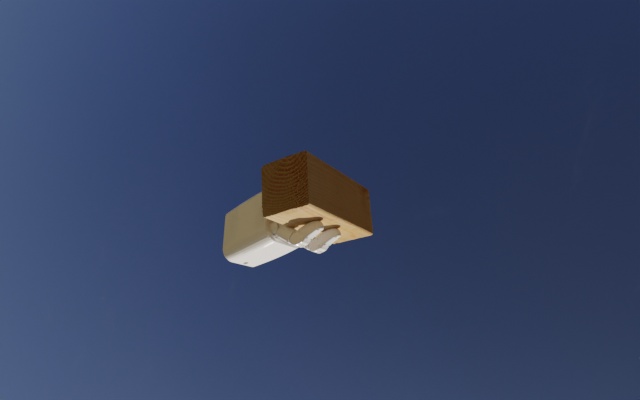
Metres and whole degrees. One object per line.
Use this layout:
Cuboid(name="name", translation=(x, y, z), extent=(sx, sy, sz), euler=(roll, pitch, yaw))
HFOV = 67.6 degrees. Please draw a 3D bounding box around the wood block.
Cuboid(name="wood block", translation=(0.000, 0.002, 0.807), extent=(0.090, 0.090, 0.206), euler=(-16, -24, 29))
